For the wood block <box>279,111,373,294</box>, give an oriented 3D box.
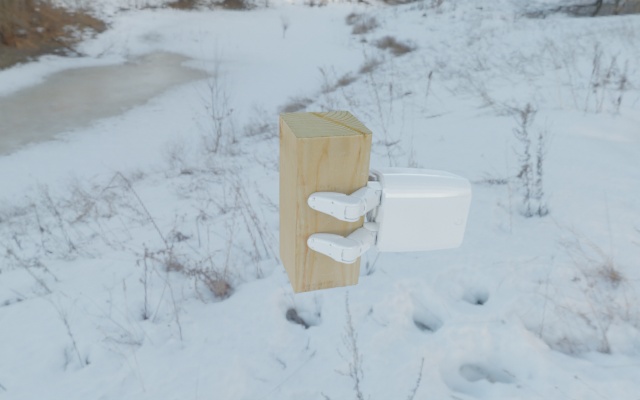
[{"bbox_3d":[0.000,0.002,0.597,0.090,0.206,0.090,-5,28,-15],"label":"wood block"}]
